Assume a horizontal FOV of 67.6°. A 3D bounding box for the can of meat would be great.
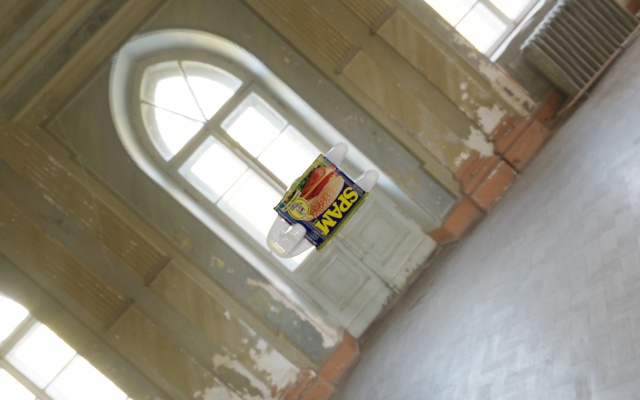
[{"bbox_3d":[0.000,0.002,0.622,0.084,0.102,0.057,41,-13,-2],"label":"can of meat"}]
